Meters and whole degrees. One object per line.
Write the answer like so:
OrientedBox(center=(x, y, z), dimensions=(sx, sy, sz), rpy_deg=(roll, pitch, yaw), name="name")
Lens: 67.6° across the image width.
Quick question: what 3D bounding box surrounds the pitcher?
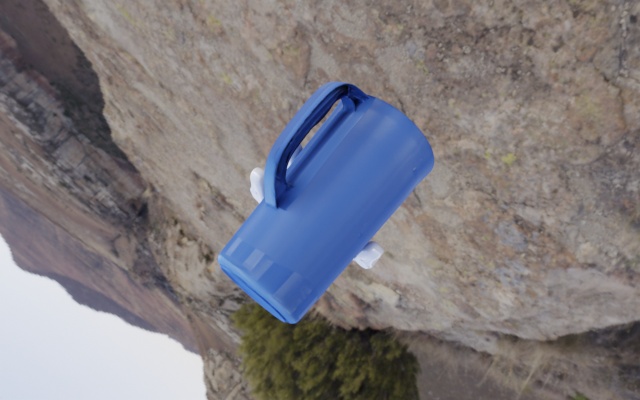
OrientedBox(center=(0.000, 0.002, 0.519), dimensions=(0.149, 0.242, 0.145), rpy_deg=(40, -17, 2), name="pitcher")
